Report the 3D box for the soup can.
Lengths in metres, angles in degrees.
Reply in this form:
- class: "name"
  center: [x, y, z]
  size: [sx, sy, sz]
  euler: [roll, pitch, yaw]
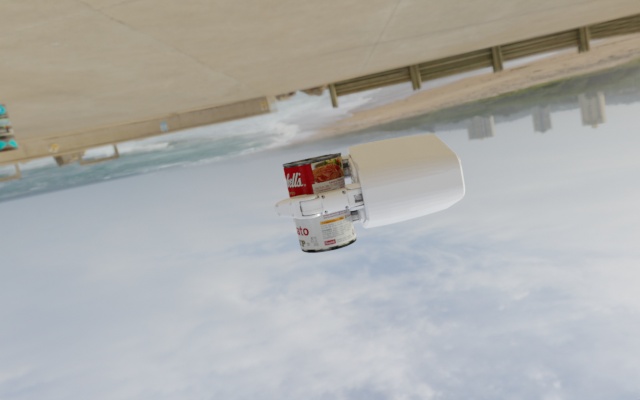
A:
- class: "soup can"
  center: [0.000, 0.002, 0.546]
  size: [0.068, 0.102, 0.068]
  euler: [-11, 7, 2]
